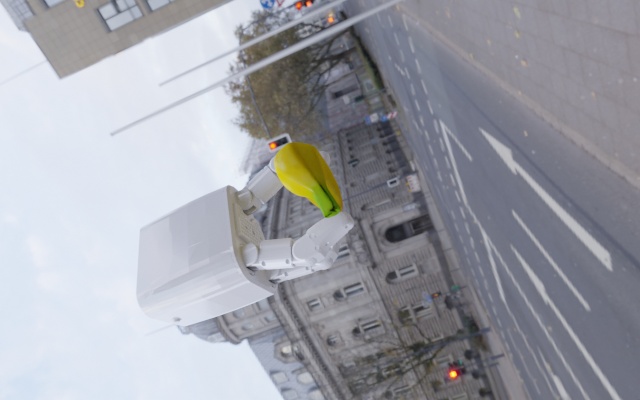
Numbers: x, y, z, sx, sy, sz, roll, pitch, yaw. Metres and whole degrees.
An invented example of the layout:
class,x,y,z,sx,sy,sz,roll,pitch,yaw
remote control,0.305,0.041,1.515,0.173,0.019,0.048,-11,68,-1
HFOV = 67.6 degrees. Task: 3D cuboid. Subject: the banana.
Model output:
class,x,y,z,sx,sy,sz,roll,pitch,yaw
banana,-0.008,-0.016,0.414,0.037,0.069,0.198,-25,-2,5
